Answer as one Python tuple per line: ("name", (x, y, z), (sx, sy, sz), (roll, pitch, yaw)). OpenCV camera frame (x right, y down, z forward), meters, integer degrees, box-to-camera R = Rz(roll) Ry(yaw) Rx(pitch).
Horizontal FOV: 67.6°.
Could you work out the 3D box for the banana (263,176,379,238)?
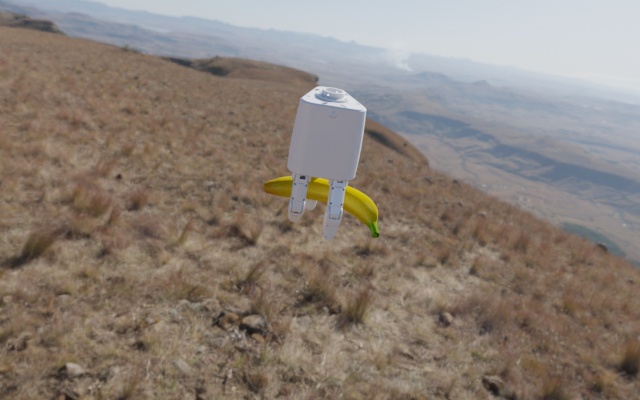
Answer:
("banana", (0.010, -0.005, 0.751), (0.198, 0.037, 0.069), (21, 35, 12))
